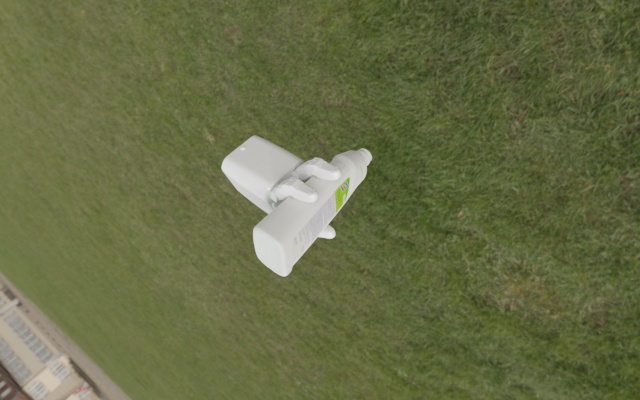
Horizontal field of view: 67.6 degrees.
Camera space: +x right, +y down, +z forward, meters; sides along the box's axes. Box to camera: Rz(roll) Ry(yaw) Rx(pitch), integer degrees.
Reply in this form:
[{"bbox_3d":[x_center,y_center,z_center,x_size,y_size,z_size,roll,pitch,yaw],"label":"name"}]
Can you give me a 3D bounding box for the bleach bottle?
[{"bbox_3d":[0.000,0.003,0.774,0.068,0.103,0.250,32,58,22],"label":"bleach bottle"}]
